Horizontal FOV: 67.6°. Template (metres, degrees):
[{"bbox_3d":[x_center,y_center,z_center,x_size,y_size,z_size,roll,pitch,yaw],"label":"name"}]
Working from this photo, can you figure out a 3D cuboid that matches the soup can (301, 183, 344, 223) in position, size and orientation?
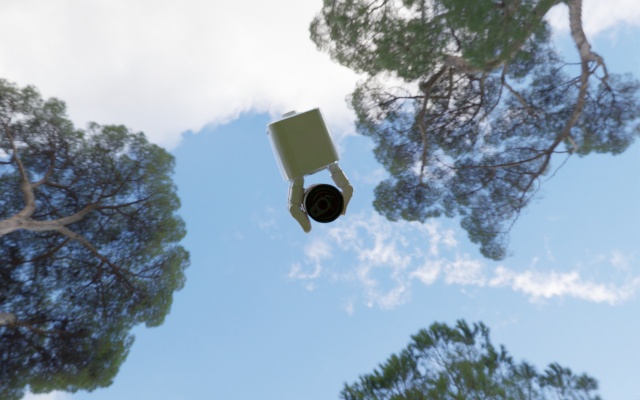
[{"bbox_3d":[0.000,0.003,0.858,0.068,0.068,0.102,0,3,-8],"label":"soup can"}]
